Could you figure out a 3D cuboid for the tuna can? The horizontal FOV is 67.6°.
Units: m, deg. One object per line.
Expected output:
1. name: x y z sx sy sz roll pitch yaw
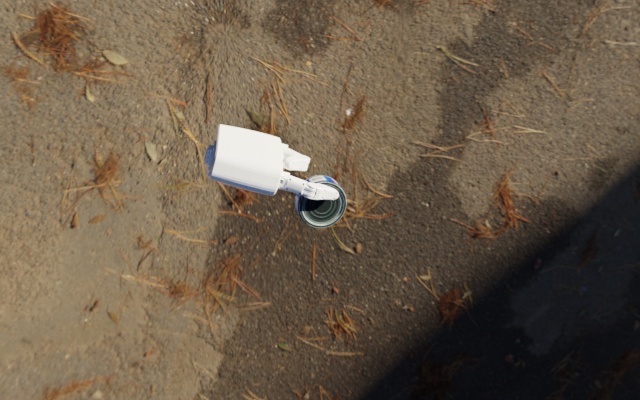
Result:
1. tuna can: 0.000 0.003 0.803 0.086 0.086 0.033 0 20 -17
